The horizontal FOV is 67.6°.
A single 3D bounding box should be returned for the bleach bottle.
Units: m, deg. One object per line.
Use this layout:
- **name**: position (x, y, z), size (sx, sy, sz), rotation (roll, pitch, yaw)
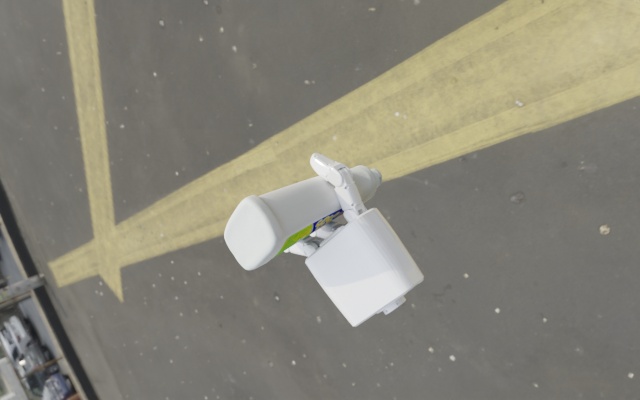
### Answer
- **bleach bottle**: position (0.000, 0.002, 0.623), size (0.250, 0.068, 0.103), rotation (-26, -15, -41)
